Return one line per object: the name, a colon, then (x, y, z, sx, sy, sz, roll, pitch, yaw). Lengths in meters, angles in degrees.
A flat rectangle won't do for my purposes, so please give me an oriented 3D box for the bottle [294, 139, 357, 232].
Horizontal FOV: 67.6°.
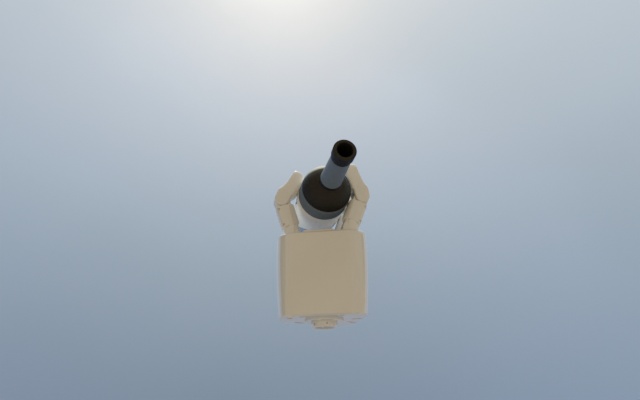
bottle: (0.000, 0.002, 0.657, 0.069, 0.069, 0.296, 0, -23, -12)
